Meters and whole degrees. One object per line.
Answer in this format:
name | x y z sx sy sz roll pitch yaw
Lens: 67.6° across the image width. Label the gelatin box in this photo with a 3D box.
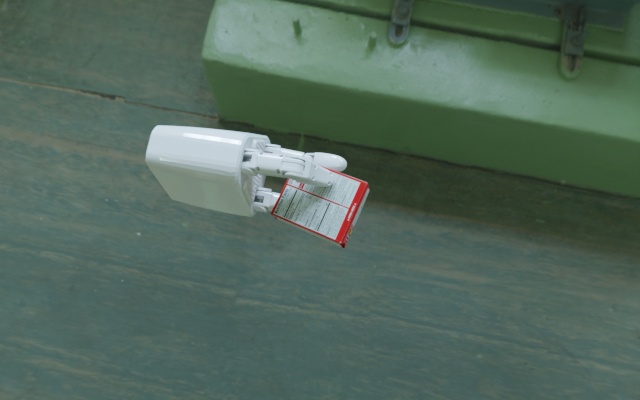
gelatin box | 0.000 0.002 0.530 0.089 0.073 0.030 21 -11 16
